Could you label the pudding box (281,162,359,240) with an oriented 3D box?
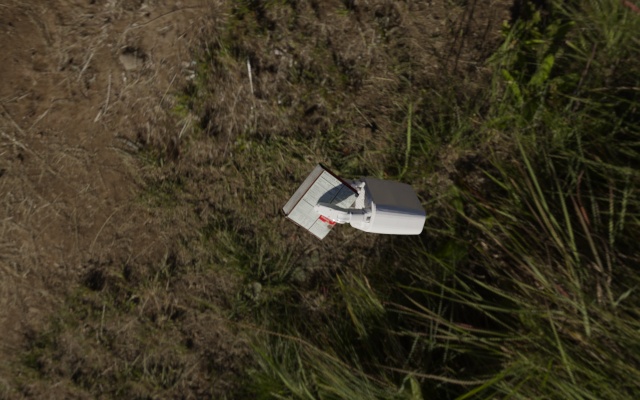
[{"bbox_3d":[0.000,0.003,0.854,0.090,0.113,0.039,36,8,-26],"label":"pudding box"}]
